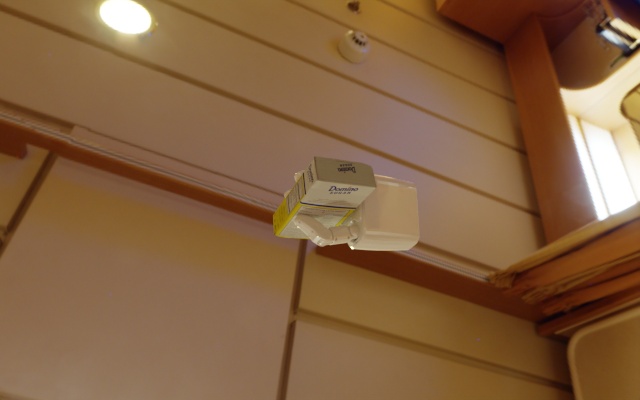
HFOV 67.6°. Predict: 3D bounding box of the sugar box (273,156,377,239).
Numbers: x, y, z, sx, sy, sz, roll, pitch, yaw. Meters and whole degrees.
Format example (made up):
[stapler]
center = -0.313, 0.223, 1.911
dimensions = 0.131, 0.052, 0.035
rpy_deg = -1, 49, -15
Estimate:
[sugar box]
center = 0.000, 0.002, 0.716
dimensions = 0.093, 0.048, 0.176
rpy_deg = 6, -34, -25
